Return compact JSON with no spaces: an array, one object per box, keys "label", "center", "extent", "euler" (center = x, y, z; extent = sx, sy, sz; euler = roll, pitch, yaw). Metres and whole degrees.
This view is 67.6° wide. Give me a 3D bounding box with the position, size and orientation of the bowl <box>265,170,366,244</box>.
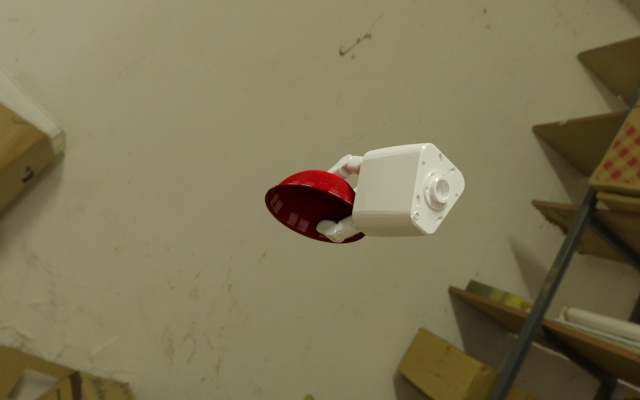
[{"label":"bowl","center":[-0.001,0.002,0.726],"extent":[0.162,0.055,0.162],"euler":[15,-30,9]}]
